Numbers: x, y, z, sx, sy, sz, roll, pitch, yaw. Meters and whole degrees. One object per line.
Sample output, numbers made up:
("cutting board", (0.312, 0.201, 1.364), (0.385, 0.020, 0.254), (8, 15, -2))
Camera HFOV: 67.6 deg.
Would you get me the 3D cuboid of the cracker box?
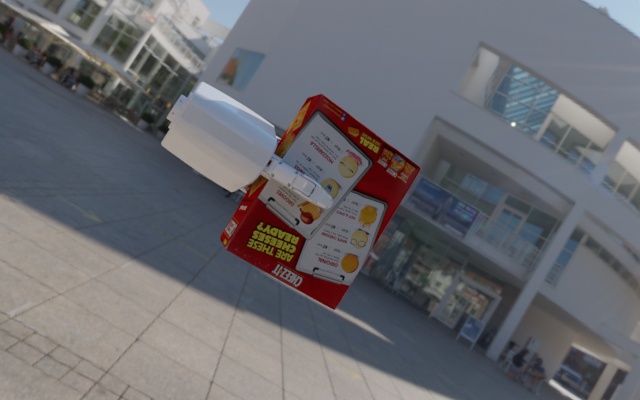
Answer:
("cracker box", (0.000, 0.002, 0.604), (0.164, 0.213, 0.072), (33, -3, -19))
